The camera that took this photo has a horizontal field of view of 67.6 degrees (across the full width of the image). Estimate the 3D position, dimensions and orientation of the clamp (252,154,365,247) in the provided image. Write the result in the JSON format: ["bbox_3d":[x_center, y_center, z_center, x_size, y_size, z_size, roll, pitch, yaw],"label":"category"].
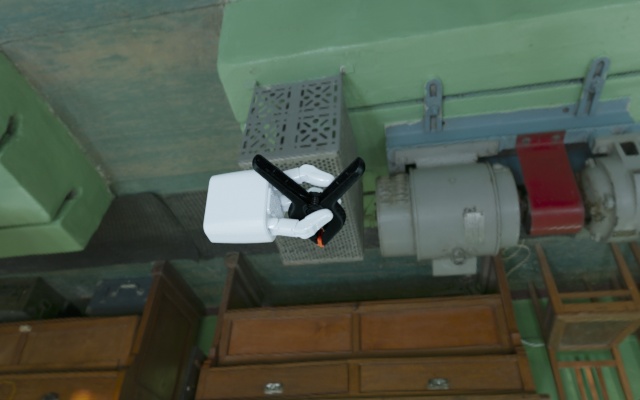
[{"bbox_3d":[0.000,0.003,0.747,0.164,0.036,0.210,-1,-40,16],"label":"clamp"}]
